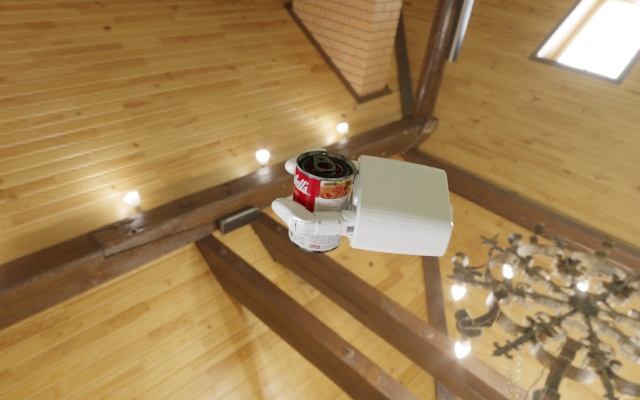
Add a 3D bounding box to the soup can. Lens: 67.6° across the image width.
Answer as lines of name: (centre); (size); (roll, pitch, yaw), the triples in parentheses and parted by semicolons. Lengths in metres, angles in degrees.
soup can: (0.000, 0.002, 0.560); (0.068, 0.102, 0.068); (6, 31, -4)
